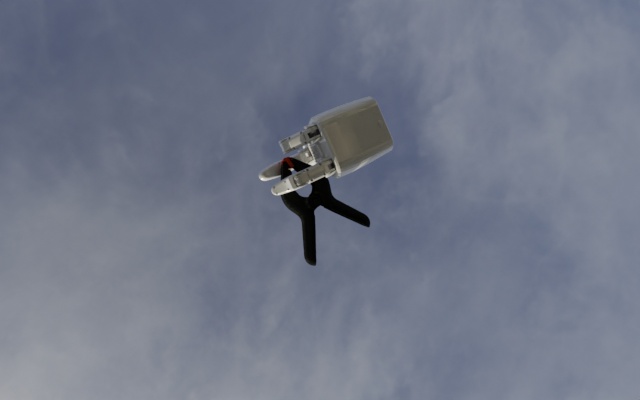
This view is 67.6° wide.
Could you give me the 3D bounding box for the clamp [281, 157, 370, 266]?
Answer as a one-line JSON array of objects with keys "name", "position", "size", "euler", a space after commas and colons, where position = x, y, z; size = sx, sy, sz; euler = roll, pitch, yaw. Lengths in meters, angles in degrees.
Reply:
[{"name": "clamp", "position": [0.000, 0.002, 0.748], "size": [0.120, 0.171, 0.039], "euler": [-26, 6, -19]}]
